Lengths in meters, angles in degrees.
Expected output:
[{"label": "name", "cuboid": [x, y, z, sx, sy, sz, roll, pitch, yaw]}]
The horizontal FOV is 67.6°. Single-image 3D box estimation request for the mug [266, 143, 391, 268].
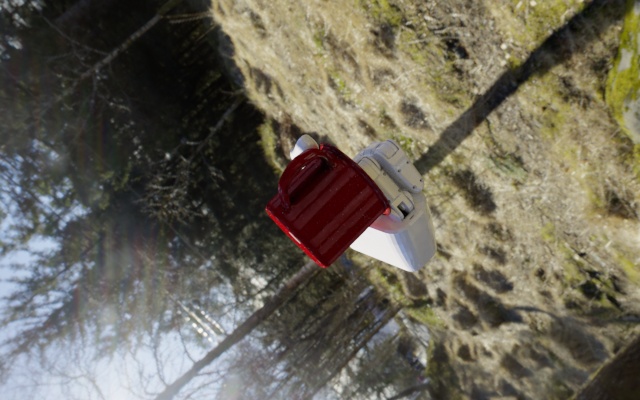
[{"label": "mug", "cuboid": [-0.001, 0.001, 0.433, 0.093, 0.081, 0.117, 39, -11, 37]}]
